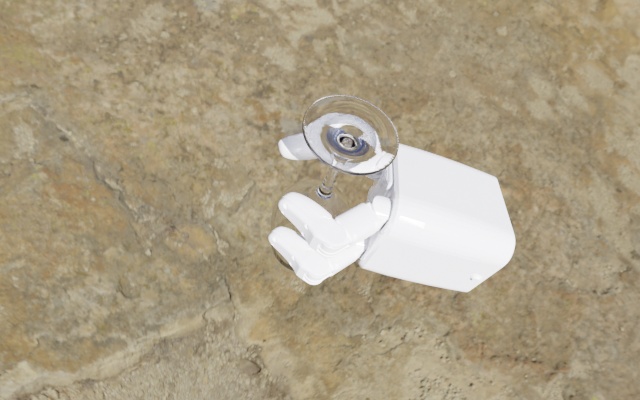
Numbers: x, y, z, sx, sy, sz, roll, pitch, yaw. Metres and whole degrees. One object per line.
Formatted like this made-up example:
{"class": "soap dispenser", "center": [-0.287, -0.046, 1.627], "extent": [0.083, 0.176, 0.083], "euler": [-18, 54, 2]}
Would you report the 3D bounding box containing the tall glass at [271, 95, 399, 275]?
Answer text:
{"class": "tall glass", "center": [0.000, 0.001, 0.432], "extent": [0.079, 0.079, 0.201], "euler": [0, -31, -16]}
